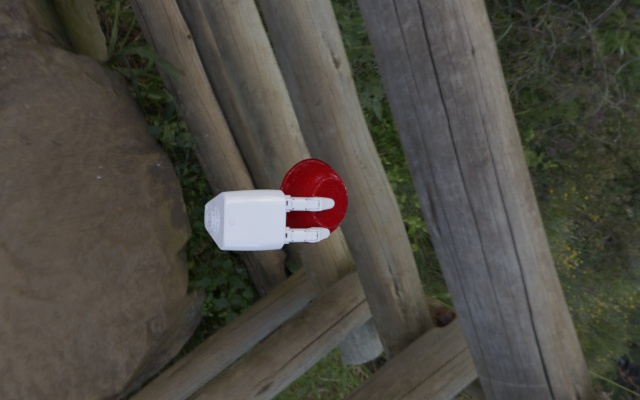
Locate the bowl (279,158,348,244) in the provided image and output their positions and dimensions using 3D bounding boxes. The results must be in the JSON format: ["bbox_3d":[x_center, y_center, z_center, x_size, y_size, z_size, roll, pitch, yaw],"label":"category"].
[{"bbox_3d":[0.001,0.003,0.885,0.162,0.162,0.055,0,4,-43],"label":"bowl"}]
